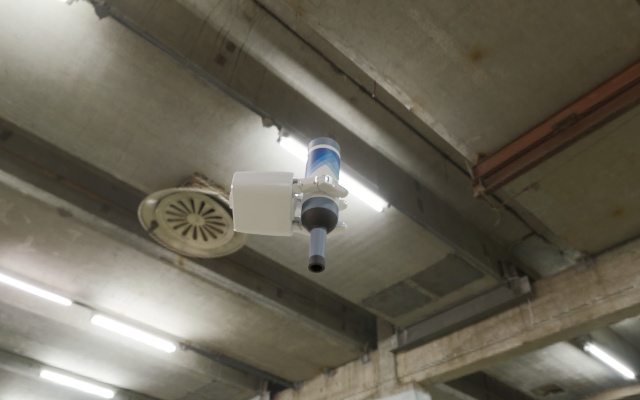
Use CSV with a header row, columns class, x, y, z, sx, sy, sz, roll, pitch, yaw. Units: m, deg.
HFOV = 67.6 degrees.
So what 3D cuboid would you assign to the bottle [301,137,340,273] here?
class,x,y,z,sx,sy,sz,roll,pitch,yaw
bottle,0.000,0.003,0.863,0.069,0.295,0.069,2,-44,2
